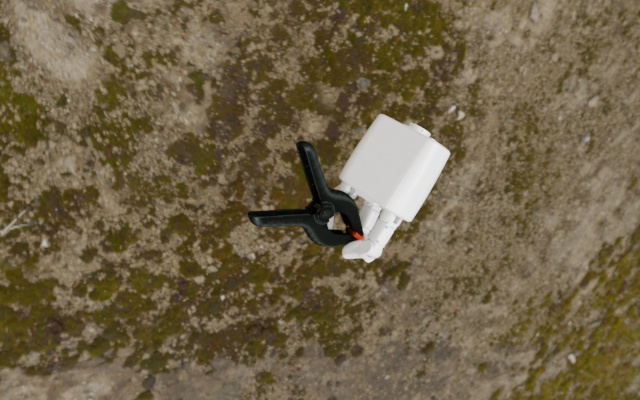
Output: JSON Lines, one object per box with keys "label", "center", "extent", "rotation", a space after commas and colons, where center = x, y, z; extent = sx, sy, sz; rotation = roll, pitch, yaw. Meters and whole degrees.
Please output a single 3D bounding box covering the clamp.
{"label": "clamp", "center": [0.000, 0.002, 0.624], "extent": [0.171, 0.120, 0.039], "rotation": [25, 10, -37]}
